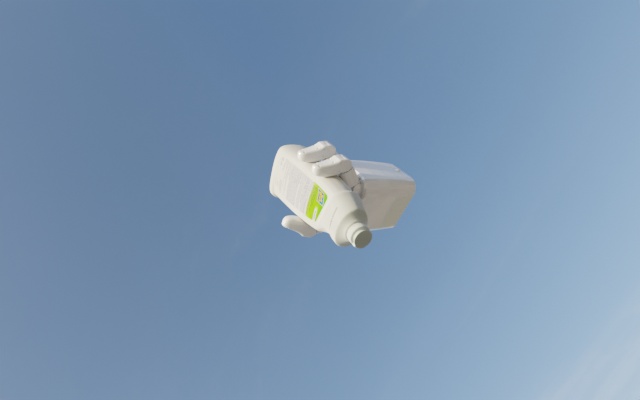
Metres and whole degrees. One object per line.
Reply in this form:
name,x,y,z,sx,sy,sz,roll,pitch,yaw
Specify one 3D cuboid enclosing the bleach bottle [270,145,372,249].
bleach bottle,0.000,0.002,0.734,0.068,0.103,0.250,-2,28,-29
